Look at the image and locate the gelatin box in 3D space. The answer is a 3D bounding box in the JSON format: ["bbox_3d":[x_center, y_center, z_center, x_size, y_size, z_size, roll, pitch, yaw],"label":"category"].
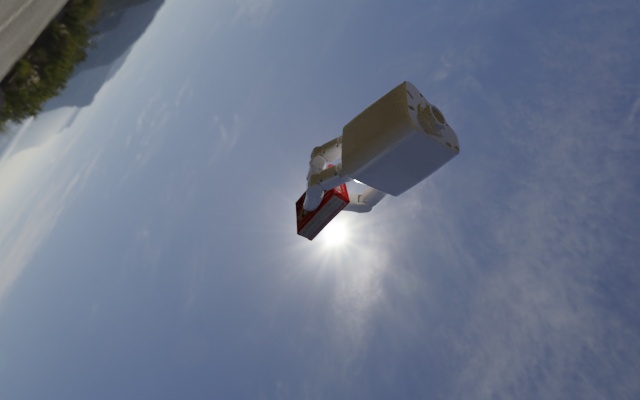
[{"bbox_3d":[0.000,0.003,0.683,0.030,0.089,0.073,29,29,-24],"label":"gelatin box"}]
